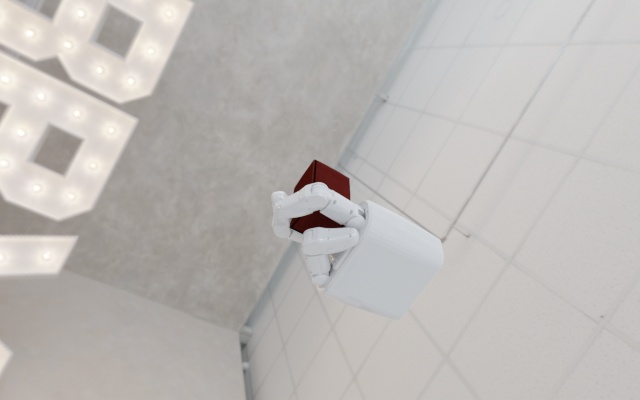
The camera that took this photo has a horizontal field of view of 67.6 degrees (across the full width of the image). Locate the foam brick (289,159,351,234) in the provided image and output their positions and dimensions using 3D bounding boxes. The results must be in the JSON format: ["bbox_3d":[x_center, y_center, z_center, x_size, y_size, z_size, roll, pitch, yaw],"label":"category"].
[{"bbox_3d":[0.000,0.002,0.561,0.051,0.078,0.053,25,-53,-18],"label":"foam brick"}]
